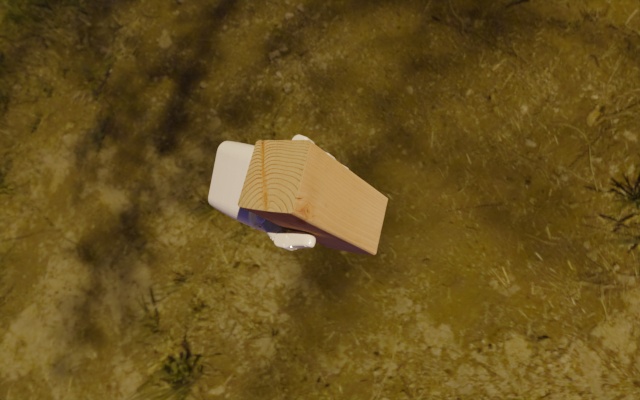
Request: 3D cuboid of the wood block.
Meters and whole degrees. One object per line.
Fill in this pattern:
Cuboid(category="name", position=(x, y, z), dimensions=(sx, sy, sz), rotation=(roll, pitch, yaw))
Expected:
Cuboid(category="wood block", position=(0.000, 0.002, 0.642), dimensions=(0.090, 0.091, 0.206), rotation=(6, -15, 36))
